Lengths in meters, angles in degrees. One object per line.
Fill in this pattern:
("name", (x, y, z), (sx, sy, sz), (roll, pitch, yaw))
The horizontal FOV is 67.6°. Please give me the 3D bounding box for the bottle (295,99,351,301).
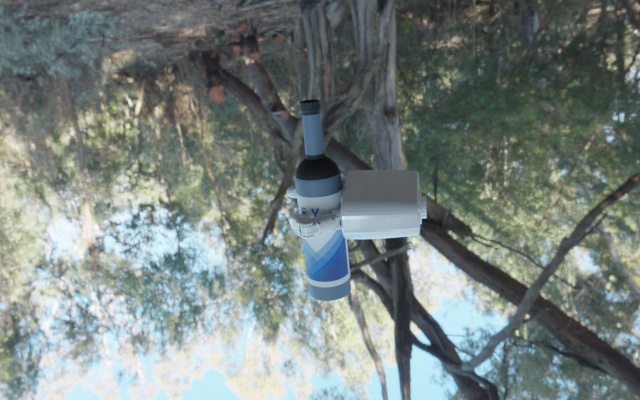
("bottle", (0.000, 0.003, 0.700), (0.069, 0.296, 0.069), (-6, 19, 2))
